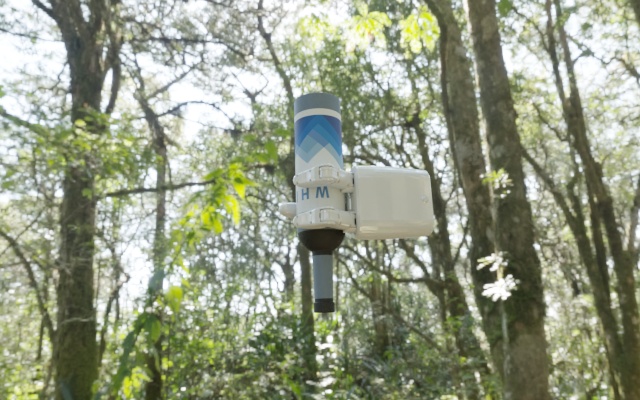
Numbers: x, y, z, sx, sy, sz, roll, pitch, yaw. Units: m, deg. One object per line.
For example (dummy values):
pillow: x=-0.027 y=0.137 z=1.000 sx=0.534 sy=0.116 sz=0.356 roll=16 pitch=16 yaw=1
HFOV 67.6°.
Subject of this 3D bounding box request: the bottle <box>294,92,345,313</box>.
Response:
bottle: x=0.000 y=0.002 z=0.652 sx=0.069 sy=0.295 sz=0.069 roll=-2 pitch=-14 yaw=0
